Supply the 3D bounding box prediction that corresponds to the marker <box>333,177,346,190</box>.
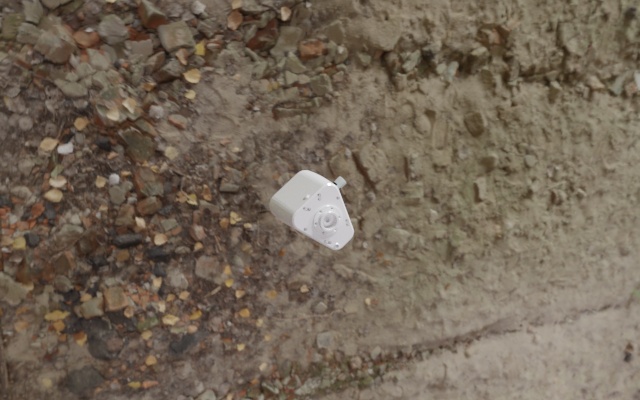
[{"bbox_3d":[0.000,0.003,0.897,0.121,0.020,0.020,-45,8,-8],"label":"marker"}]
